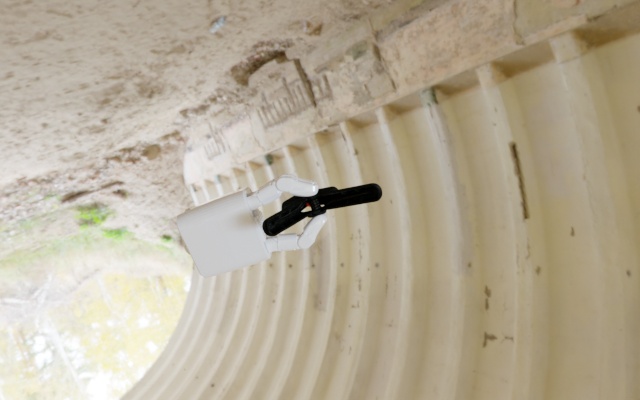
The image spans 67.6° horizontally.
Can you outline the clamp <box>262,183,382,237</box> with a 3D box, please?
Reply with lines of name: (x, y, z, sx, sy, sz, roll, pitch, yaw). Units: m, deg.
clamp: (0.000, 0.003, 0.710, 0.164, 0.036, 0.210, -17, 7, 0)
